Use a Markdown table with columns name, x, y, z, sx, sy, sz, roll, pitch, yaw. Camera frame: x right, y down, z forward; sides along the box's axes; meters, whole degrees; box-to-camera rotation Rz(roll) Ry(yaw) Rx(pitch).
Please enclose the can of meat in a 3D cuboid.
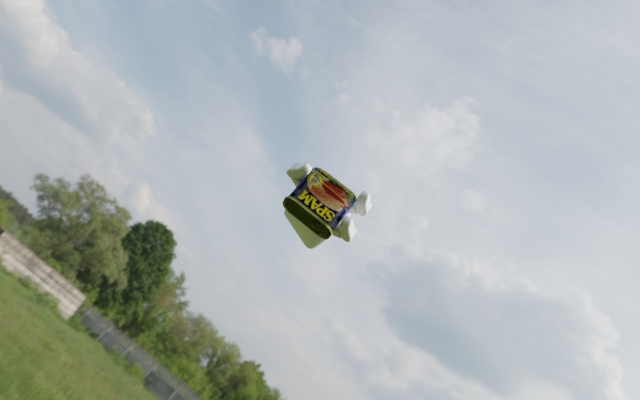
| name | x | y | z | sx | sy | sz | roll | pitch | yaw |
| --- | --- | --- | --- | --- | --- | --- | --- | --- | --- |
| can of meat | 0.000 | 0.002 | 0.831 | 0.102 | 0.084 | 0.057 | 39 | -25 | 3 |
